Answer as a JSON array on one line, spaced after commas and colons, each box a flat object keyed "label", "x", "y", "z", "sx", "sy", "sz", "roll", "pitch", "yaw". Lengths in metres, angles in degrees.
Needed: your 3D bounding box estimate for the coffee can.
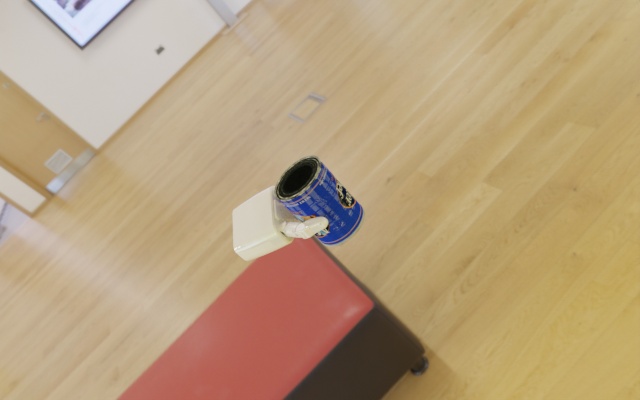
[{"label": "coffee can", "x": 0.000, "y": 0.003, "z": 0.862, "sx": 0.103, "sy": 0.102, "sz": 0.140, "roll": 0, "pitch": -38, "yaw": 48}]
